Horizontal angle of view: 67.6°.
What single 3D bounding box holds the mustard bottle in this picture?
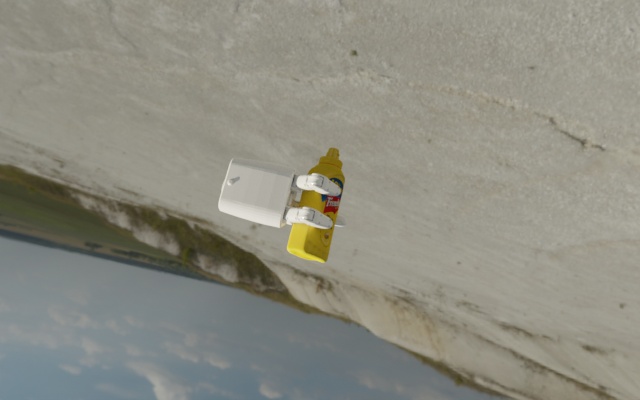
[{"bbox_3d":[0.000,0.003,0.801,0.058,0.191,0.096,7,-14,28],"label":"mustard bottle"}]
